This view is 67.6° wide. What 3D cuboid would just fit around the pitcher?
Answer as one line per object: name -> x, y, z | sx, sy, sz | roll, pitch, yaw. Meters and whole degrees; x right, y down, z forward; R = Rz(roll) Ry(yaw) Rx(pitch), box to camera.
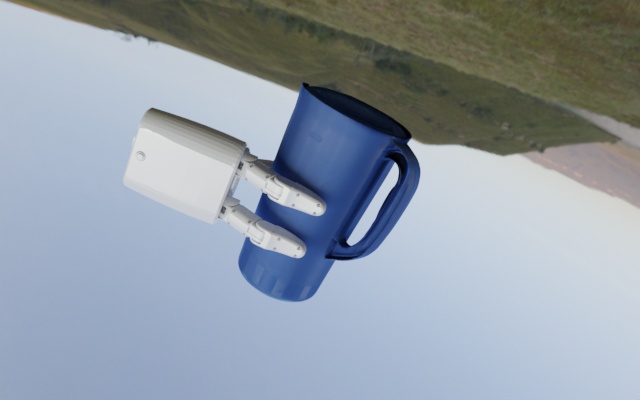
pitcher -> 0.000, 0.002, 0.553 | 0.145, 0.243, 0.149 | 22, 21, -10
